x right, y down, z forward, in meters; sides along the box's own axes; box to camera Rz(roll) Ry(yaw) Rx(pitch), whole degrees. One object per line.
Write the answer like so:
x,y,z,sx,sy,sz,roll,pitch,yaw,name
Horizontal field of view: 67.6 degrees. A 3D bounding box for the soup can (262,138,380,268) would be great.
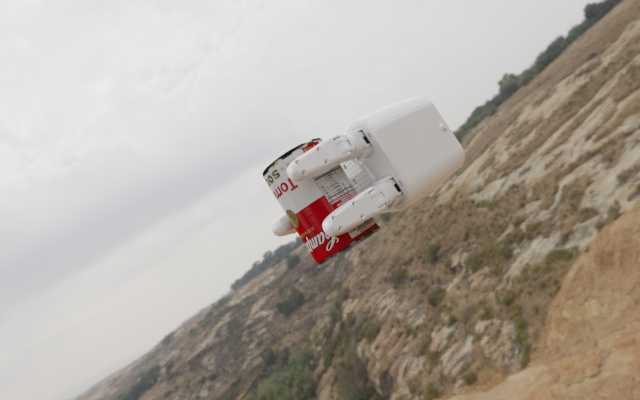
-0.001,0.001,0.444,0.068,0.102,0.068,-32,-4,-3,soup can
